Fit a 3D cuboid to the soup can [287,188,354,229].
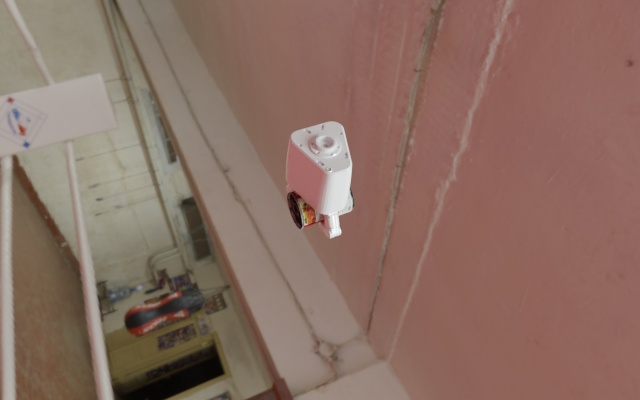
[{"bbox_3d":[0.000,0.003,0.849,0.102,0.068,0.068,-19,6,-18],"label":"soup can"}]
